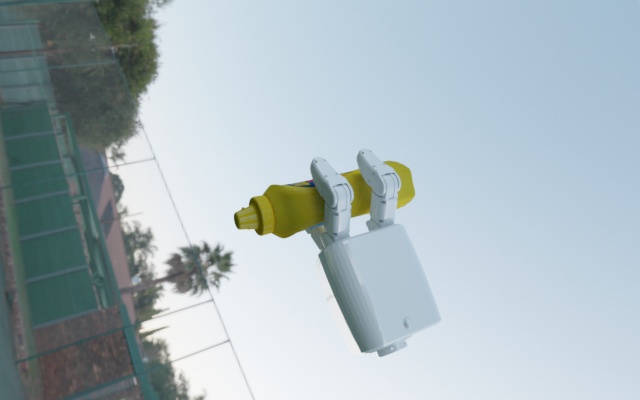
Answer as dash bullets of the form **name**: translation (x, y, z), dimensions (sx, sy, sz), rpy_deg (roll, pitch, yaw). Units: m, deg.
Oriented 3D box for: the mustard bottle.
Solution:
- **mustard bottle**: translation (0.000, 0.001, 0.516), dimensions (0.191, 0.058, 0.096), rpy_deg (-14, 6, -26)
